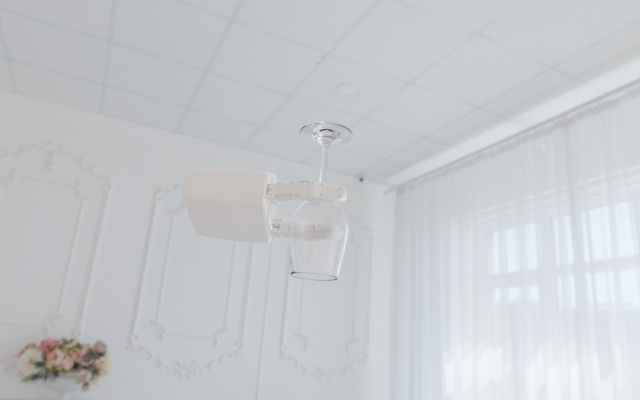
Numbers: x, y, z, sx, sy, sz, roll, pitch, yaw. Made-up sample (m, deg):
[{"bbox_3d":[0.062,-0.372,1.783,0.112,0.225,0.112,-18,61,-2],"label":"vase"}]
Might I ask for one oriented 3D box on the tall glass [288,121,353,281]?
[{"bbox_3d":[0.000,0.001,0.633,0.079,0.201,0.079,4,-17,1],"label":"tall glass"}]
